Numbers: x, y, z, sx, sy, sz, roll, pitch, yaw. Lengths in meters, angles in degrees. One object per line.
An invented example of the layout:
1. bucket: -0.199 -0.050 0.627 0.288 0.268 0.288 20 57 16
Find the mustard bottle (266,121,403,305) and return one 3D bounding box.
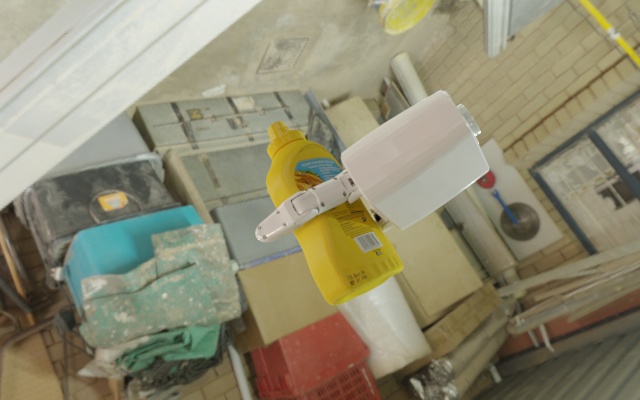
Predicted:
1. mustard bottle: 0.000 0.002 0.468 0.096 0.191 0.058 -11 -24 -49
